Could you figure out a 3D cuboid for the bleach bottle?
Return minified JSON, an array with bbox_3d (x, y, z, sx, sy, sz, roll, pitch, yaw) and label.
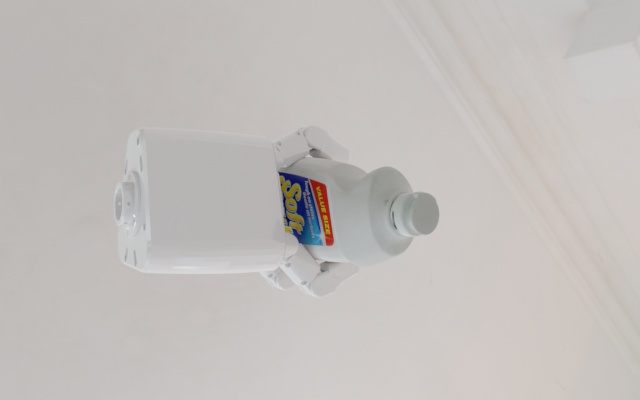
[{"bbox_3d":[0.000,0.001,0.425,0.068,0.102,0.251,4,-2,-35],"label":"bleach bottle"}]
